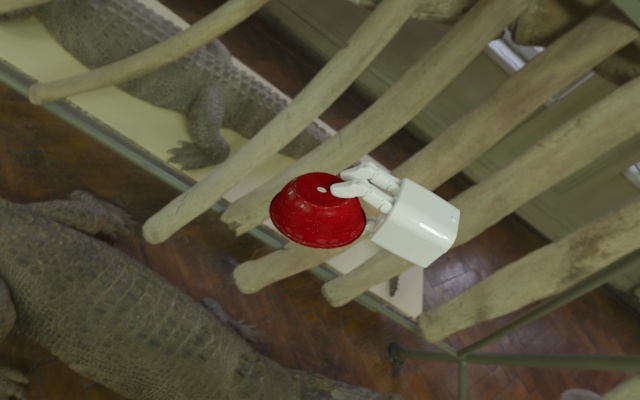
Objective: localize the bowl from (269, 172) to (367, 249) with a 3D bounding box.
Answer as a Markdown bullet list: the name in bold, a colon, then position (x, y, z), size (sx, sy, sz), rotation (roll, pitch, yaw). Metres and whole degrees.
- **bowl**: position (-0.001, 0.002, 0.767), size (0.162, 0.055, 0.162), rotation (7, 39, -5)
